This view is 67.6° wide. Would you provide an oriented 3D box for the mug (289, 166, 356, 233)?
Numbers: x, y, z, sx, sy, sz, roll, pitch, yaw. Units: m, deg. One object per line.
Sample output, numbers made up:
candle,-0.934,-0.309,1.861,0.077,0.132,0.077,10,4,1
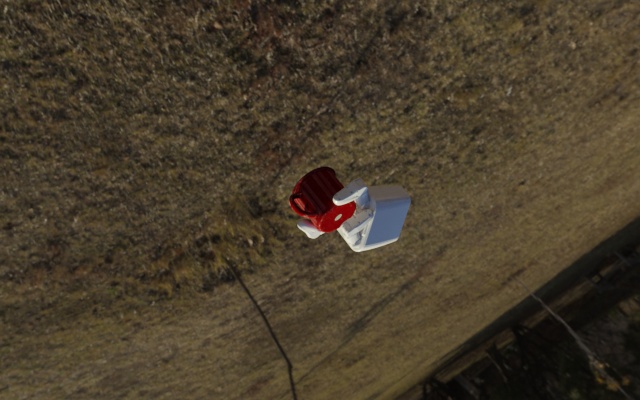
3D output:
mug,-0.001,0.003,0.829,0.117,0.093,0.081,-8,49,-40
